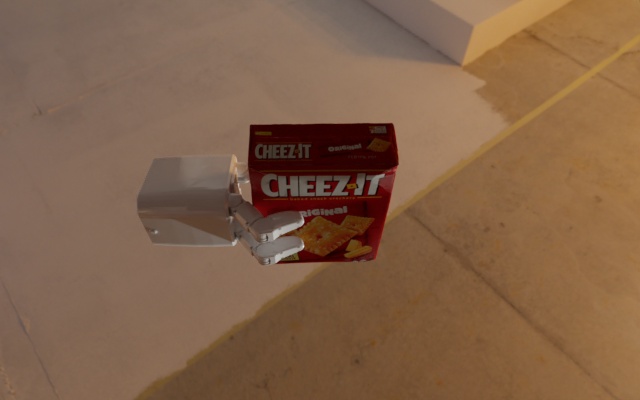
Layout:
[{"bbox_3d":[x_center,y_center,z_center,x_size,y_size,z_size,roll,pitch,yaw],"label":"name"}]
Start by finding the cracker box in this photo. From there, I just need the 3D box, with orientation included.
[{"bbox_3d":[0.000,0.002,0.601,0.164,0.072,0.214,-1,-36,-3],"label":"cracker box"}]
